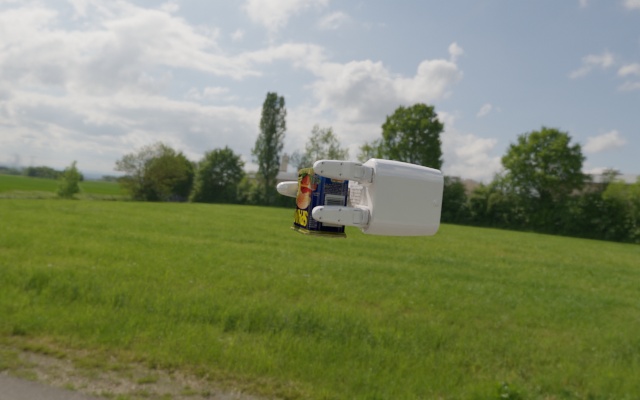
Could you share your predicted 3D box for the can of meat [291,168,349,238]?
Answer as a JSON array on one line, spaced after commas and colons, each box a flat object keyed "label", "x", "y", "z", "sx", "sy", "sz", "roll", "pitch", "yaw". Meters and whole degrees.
[{"label": "can of meat", "x": 0.000, "y": 0.002, "z": 0.629, "sx": 0.057, "sy": 0.084, "sz": 0.102, "roll": 6, "pitch": 1, "yaw": -16}]
